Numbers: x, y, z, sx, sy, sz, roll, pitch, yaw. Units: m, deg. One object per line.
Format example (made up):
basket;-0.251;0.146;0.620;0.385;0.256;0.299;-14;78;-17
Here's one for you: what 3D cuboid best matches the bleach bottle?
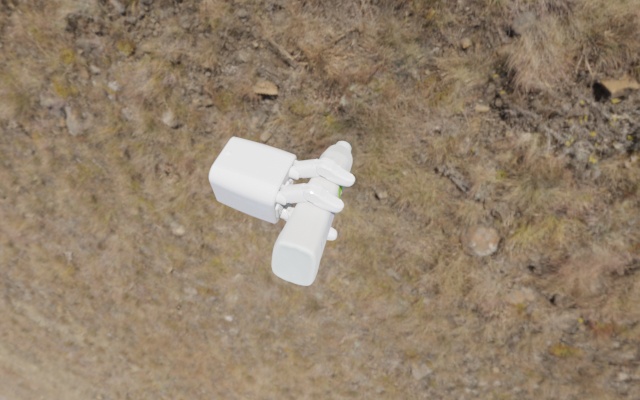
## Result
bleach bottle;0.000;0.002;0.750;0.068;0.250;0.103;19;-40;6
